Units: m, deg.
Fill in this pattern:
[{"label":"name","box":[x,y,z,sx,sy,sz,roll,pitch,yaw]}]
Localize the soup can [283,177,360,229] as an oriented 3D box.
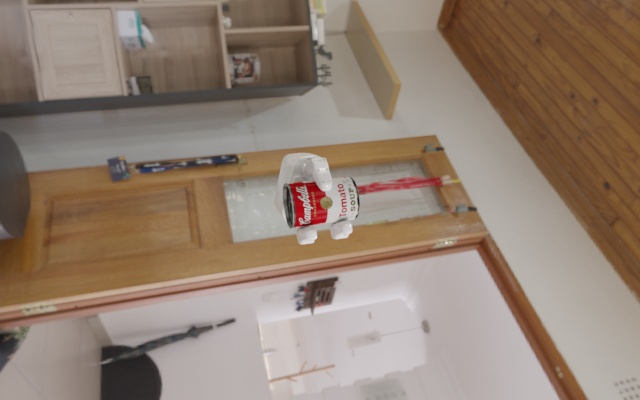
[{"label":"soup can","box":[0.001,0.002,0.717,0.102,0.068,0.068,-7,2,-15]}]
